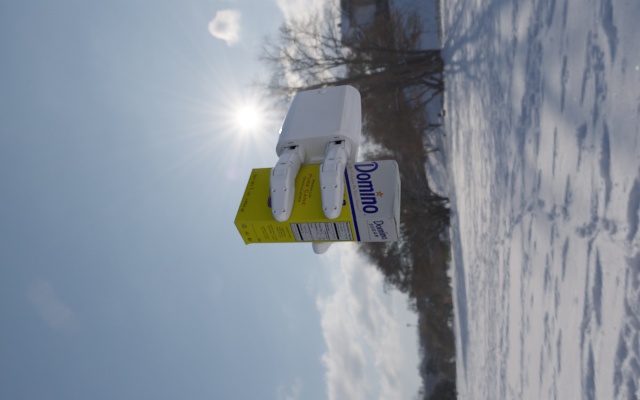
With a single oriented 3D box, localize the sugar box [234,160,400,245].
[{"bbox_3d":[0.000,0.001,0.540,0.176,0.093,0.048,-5,-45,15],"label":"sugar box"}]
